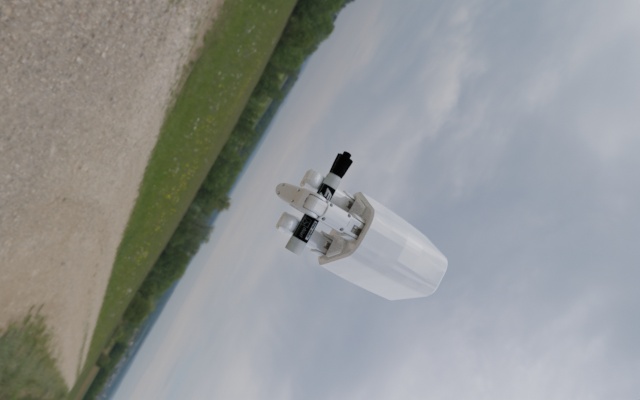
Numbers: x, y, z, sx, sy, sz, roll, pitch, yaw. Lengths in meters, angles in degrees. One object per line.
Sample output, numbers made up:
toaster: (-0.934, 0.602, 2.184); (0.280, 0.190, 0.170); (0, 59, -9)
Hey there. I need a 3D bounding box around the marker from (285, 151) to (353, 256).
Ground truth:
marker: (0.000, 0.002, 0.505); (0.020, 0.121, 0.020); (29, -6, 3)
